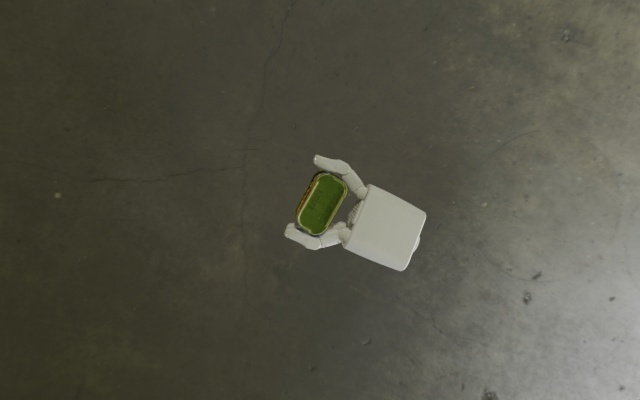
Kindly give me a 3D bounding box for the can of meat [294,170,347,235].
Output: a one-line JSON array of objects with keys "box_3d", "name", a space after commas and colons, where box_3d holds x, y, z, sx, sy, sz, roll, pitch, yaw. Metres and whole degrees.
[{"box_3d": [0.000, 0.002, 0.776, 0.057, 0.102, 0.084, 29, 4, -5], "name": "can of meat"}]
